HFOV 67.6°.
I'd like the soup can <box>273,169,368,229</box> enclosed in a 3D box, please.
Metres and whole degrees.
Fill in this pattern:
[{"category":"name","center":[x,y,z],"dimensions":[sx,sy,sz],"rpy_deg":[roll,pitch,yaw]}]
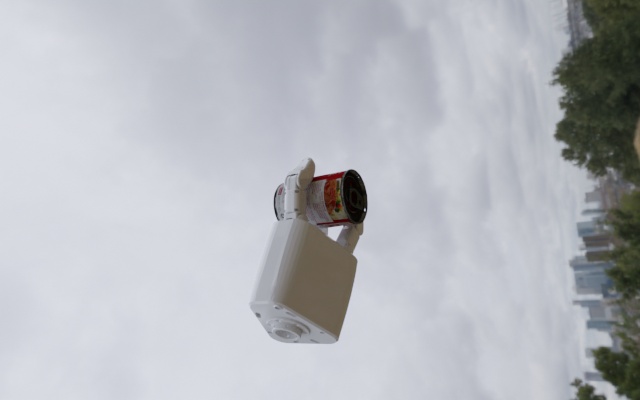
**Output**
[{"category":"soup can","center":[0.000,0.002,0.608],"dimensions":[0.102,0.068,0.068],"rpy_deg":[-9,-5,30]}]
